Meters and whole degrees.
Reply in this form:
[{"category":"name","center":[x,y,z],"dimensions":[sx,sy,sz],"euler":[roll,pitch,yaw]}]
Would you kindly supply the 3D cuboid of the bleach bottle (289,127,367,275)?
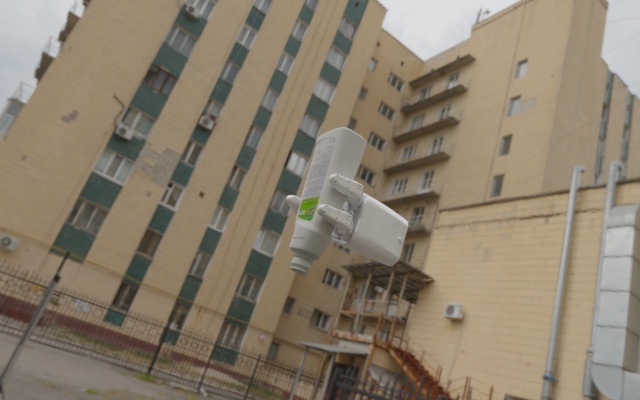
[{"category":"bleach bottle","center":[0.000,0.003,0.806],"dimensions":[0.068,0.250,0.102],"euler":[29,-22,-24]}]
